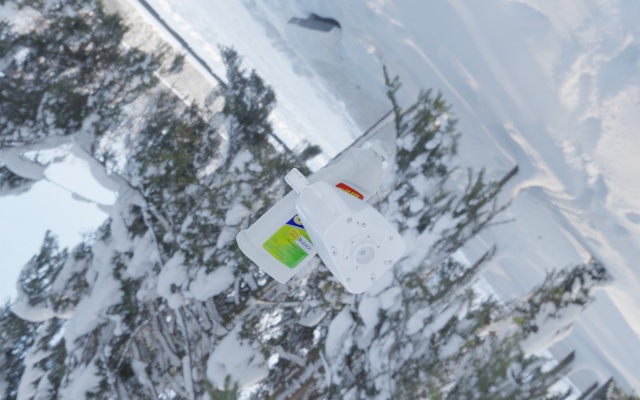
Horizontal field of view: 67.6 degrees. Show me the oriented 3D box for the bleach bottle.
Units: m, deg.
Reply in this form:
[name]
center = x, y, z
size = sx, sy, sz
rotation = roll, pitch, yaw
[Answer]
[bleach bottle]
center = 0.000, 0.002, 0.702
size = 0.103, 0.251, 0.068
rotation = 44, 2, -28
